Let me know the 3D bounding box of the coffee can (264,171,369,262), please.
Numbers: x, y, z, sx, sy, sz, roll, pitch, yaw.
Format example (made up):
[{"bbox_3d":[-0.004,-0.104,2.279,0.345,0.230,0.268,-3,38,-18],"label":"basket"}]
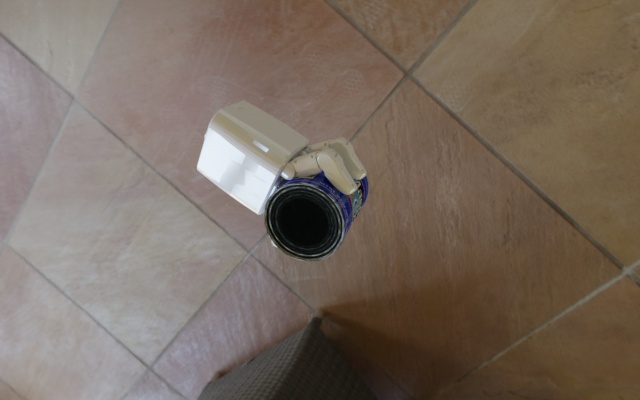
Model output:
[{"bbox_3d":[0.000,0.002,0.627,0.103,0.103,0.140,0,21,18],"label":"coffee can"}]
